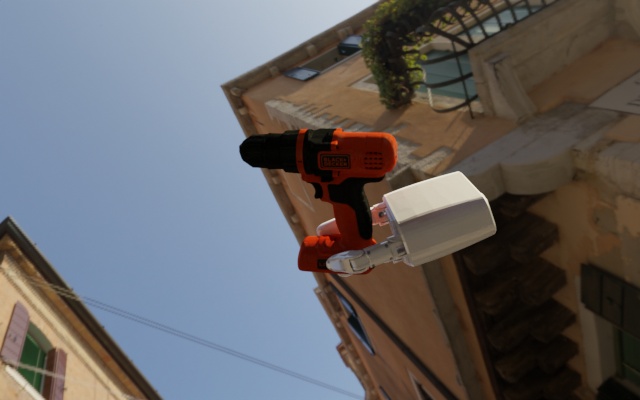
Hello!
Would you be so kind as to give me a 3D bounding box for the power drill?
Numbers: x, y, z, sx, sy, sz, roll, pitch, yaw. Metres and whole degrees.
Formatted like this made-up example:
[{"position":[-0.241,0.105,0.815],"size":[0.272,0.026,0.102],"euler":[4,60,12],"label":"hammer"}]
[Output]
[{"position":[0.000,0.002,0.585],"size":[0.184,0.188,0.057],"euler":[3,33,12],"label":"power drill"}]
